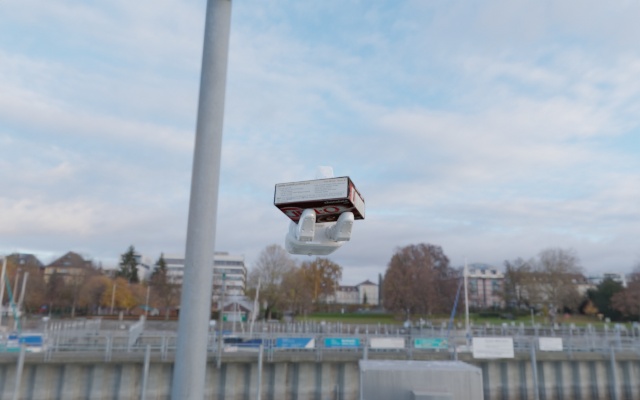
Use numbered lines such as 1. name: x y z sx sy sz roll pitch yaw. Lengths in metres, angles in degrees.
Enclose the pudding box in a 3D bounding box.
1. pudding box: 0.000 0.002 0.692 0.113 0.039 0.090 -7 -22 17
